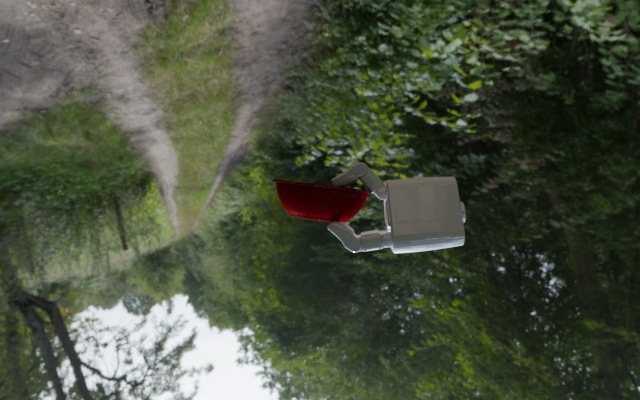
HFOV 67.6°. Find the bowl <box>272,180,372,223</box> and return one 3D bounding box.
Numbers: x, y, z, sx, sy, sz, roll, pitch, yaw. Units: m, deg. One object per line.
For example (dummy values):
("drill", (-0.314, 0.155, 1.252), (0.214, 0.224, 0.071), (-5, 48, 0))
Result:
("bowl", (-0.001, 0.003, 0.761), (0.162, 0.055, 0.162), (7, 1, 0))
